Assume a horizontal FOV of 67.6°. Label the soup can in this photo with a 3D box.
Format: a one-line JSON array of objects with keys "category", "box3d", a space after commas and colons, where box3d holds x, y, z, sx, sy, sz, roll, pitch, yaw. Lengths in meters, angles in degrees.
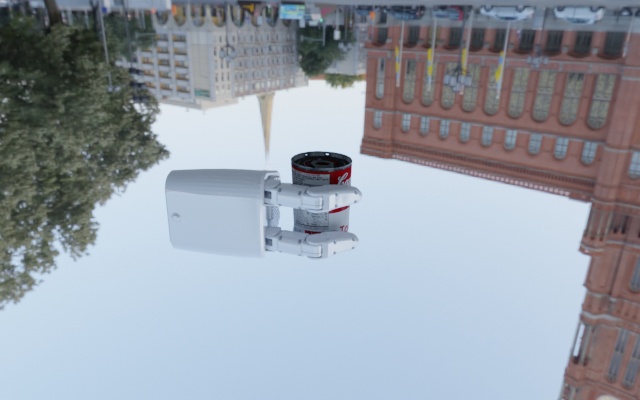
[{"category": "soup can", "box3d": [0.001, 0.002, 0.543, 0.068, 0.102, 0.068, 1, 21, 0]}]
